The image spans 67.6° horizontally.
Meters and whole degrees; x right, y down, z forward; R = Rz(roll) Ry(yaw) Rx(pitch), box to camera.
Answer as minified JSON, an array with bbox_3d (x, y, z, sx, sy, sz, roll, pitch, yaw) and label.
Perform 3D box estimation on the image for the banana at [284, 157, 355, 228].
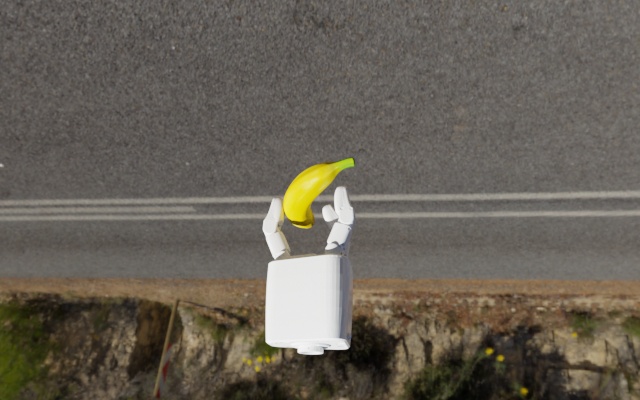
[{"bbox_3d":[-0.017,-0.001,0.653,0.069,0.037,0.198,5,-25,-17],"label":"banana"}]
